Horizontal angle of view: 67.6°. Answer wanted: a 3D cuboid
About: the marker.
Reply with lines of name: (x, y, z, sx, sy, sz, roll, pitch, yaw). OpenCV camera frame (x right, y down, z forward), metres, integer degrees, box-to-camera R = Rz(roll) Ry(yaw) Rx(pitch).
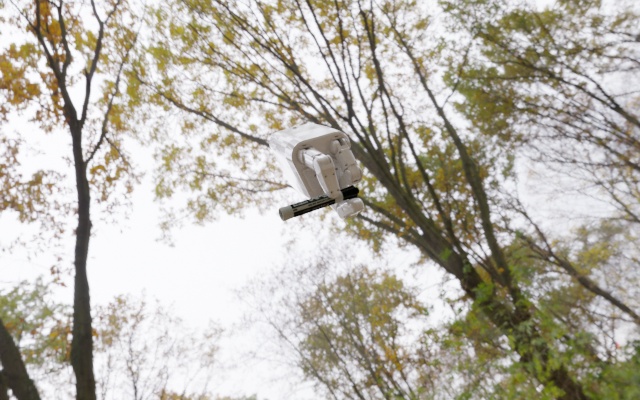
marker: (0.000, 0.002, 0.663, 0.121, 0.020, 0.020, -18, 7, -22)
